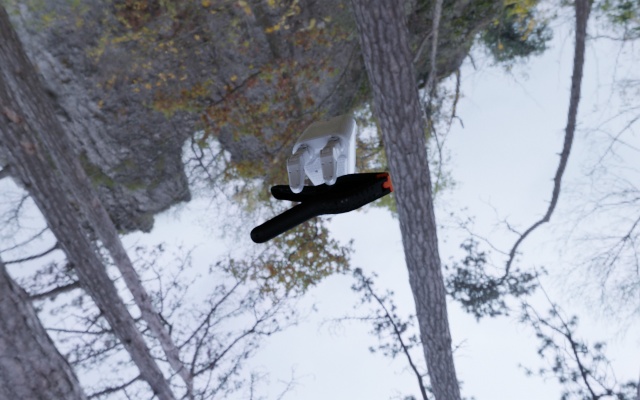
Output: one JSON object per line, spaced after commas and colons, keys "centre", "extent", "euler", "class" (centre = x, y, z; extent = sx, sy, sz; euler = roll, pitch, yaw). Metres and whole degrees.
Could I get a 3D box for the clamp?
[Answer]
{"centre": [0.001, 0.003, 0.703], "extent": [0.210, 0.036, 0.164], "euler": [-11, 25, 18], "class": "clamp"}
